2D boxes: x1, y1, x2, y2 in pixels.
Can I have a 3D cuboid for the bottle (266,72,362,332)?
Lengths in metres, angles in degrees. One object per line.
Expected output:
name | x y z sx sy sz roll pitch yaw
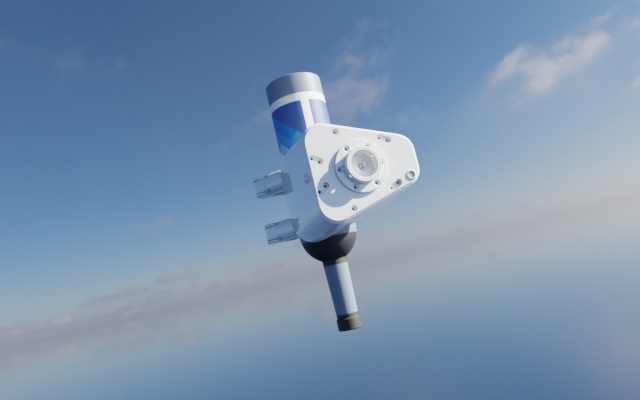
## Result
bottle | 0.000 0.002 0.555 0.069 0.295 0.069 -13 -8 -2
